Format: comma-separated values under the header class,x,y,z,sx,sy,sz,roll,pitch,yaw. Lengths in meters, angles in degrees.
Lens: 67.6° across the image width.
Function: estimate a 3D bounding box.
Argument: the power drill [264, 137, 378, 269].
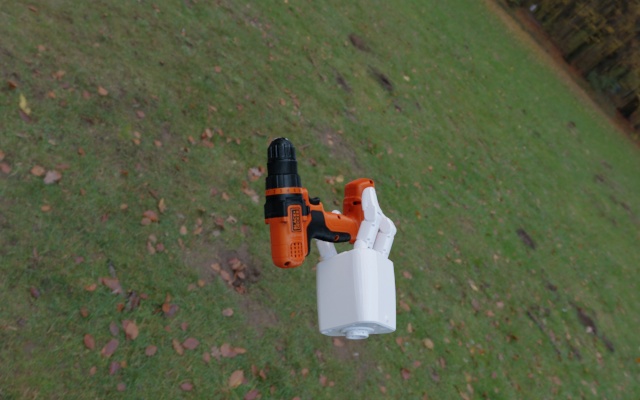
class,x,y,z,sx,sy,sz,roll,pitch,yaw
power drill,0.001,0.003,0.715,0.187,0.184,0.057,0,-3,-39
